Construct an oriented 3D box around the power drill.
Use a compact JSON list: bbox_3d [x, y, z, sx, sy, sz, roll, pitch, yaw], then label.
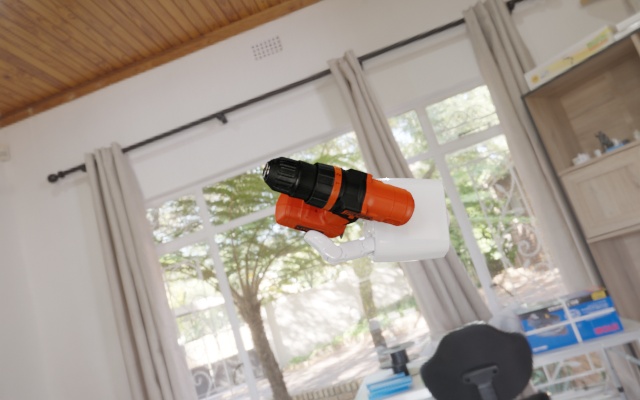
[{"bbox_3d":[0.000,0.002,0.611,0.184,0.057,0.188,17,-14,-16],"label":"power drill"}]
